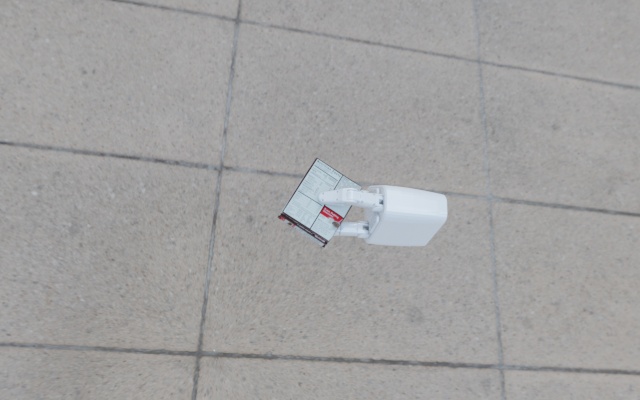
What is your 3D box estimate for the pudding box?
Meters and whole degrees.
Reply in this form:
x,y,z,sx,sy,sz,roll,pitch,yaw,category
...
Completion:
x,y,z,sx,sy,sz,roll,pitch,yaw,category
0.000,0.002,0.750,0.090,0.113,0.039,33,-21,-2,pudding box
